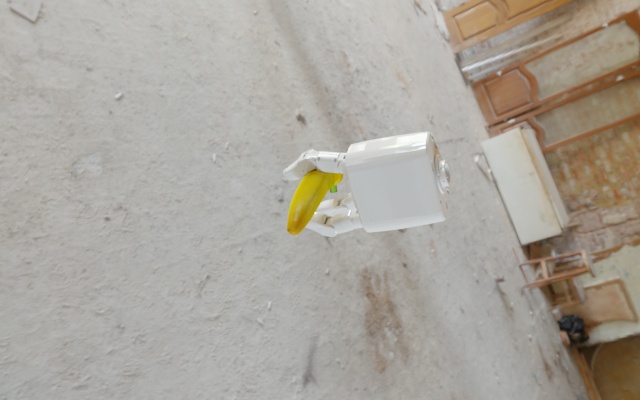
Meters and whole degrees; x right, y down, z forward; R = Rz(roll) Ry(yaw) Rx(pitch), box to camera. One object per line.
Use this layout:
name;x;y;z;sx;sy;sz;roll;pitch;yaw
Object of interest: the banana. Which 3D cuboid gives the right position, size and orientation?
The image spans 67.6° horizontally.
banana;0.001;-0.017;0.656;0.037;0.070;0.197;4;18;19
